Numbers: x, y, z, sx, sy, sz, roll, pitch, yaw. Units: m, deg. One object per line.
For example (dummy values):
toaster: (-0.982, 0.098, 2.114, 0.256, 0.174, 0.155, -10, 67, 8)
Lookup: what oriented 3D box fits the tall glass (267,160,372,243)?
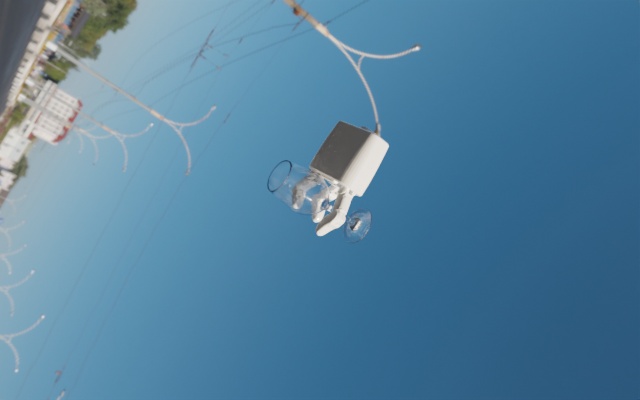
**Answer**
tall glass: (0.001, 0.003, 0.861, 0.201, 0.079, 0.079, 32, -19, -33)
